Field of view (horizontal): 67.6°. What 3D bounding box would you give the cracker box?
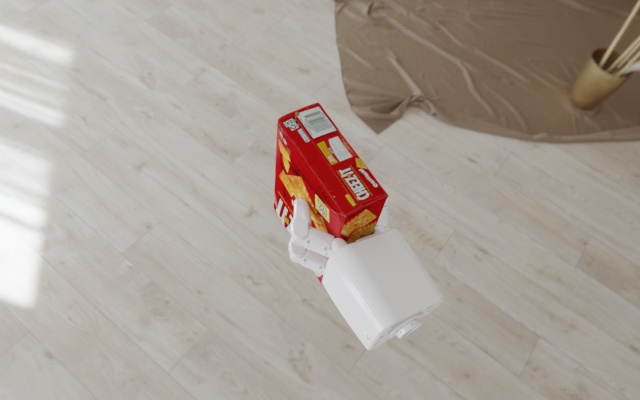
[{"bbox_3d":[0.000,0.002,0.655,0.072,0.164,0.214,-24,-26,-21],"label":"cracker box"}]
